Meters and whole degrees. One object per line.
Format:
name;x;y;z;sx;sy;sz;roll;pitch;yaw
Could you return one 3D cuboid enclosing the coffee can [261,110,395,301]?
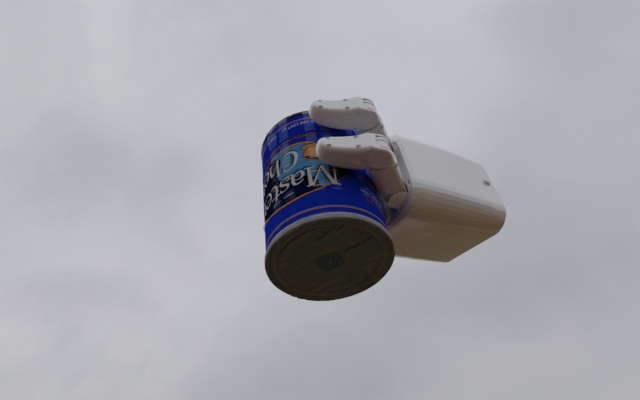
coffee can;0.000;0.001;0.422;0.103;0.103;0.140;0;44;-9
